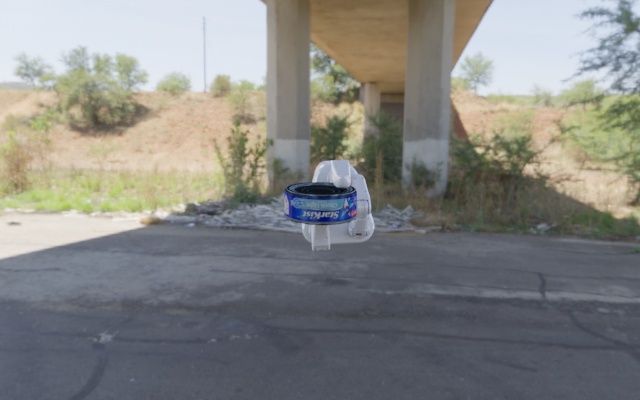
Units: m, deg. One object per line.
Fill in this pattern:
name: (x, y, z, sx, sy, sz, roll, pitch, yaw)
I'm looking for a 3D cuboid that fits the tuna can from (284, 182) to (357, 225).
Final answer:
tuna can: (0.000, 0.001, 0.557, 0.086, 0.034, 0.086, 1, 12, 0)
